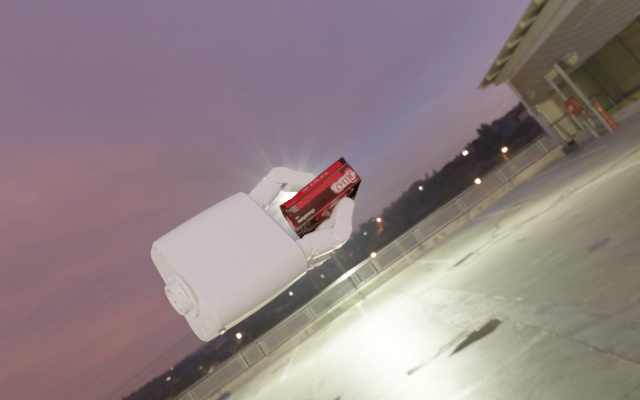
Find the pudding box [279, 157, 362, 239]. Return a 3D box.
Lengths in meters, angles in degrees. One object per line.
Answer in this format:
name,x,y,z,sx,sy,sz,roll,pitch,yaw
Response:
pudding box,0.000,0.002,0.559,0.090,0.039,0.113,-37,-7,-7
